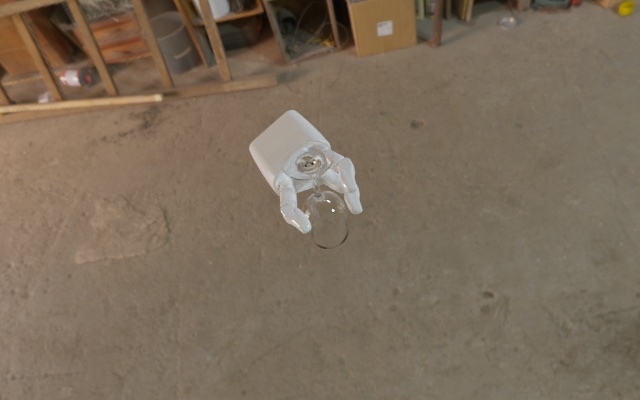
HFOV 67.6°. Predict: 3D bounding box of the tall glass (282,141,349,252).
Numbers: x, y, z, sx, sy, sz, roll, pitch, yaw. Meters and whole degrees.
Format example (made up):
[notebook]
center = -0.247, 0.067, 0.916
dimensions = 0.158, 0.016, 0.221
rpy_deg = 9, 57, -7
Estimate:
[tall glass]
center = 0.000, 0.002, 0.747
dimensions = 0.079, 0.079, 0.201
rpy_deg = 0, -37, 14
